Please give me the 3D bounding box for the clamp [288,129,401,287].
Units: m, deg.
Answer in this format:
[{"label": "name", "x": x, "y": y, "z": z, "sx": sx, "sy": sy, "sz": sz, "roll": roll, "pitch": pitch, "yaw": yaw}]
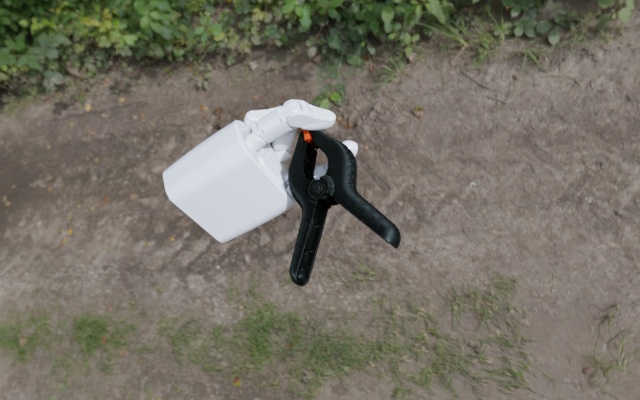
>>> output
[{"label": "clamp", "x": 0.000, "y": 0.001, "z": 0.496, "sx": 0.120, "sy": 0.171, "sz": 0.039, "roll": -30, "pitch": -33, "yaw": 13}]
